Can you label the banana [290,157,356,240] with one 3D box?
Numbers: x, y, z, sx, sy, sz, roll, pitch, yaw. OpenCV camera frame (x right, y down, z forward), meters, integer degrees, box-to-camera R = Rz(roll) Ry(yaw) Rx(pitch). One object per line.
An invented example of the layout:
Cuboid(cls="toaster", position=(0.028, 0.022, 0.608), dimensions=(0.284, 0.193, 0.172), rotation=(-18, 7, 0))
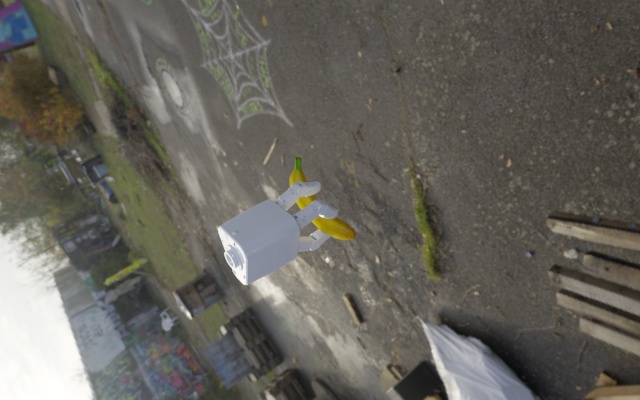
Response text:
Cuboid(cls="banana", position=(-0.007, 0.011, 0.903), dimensions=(0.037, 0.197, 0.070), rotation=(-24, -24, -31))
